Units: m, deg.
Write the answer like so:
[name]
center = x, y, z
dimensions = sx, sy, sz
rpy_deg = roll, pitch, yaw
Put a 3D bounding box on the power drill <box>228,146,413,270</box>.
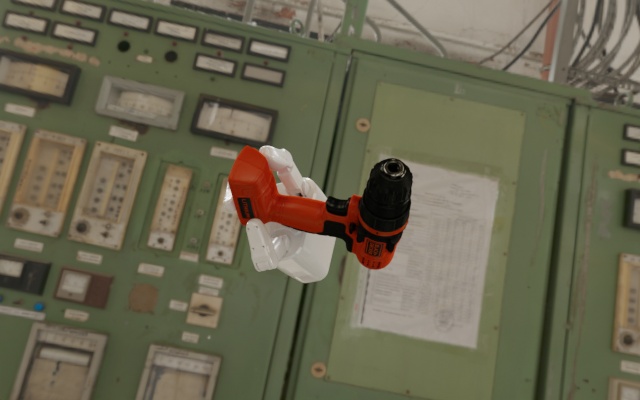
[power drill]
center = 0.000, 0.002, 0.507
dimensions = 0.187, 0.057, 0.185
rpy_deg = 17, -32, 11
